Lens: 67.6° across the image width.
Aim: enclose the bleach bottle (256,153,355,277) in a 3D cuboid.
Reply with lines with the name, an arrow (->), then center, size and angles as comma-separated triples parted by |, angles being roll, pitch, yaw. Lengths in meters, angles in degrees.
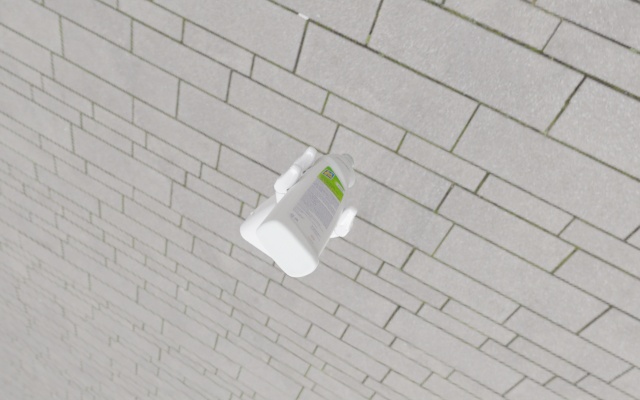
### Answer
bleach bottle -> 0.000, 0.002, 0.764 | 0.068, 0.102, 0.250 | -28, 16, 41
